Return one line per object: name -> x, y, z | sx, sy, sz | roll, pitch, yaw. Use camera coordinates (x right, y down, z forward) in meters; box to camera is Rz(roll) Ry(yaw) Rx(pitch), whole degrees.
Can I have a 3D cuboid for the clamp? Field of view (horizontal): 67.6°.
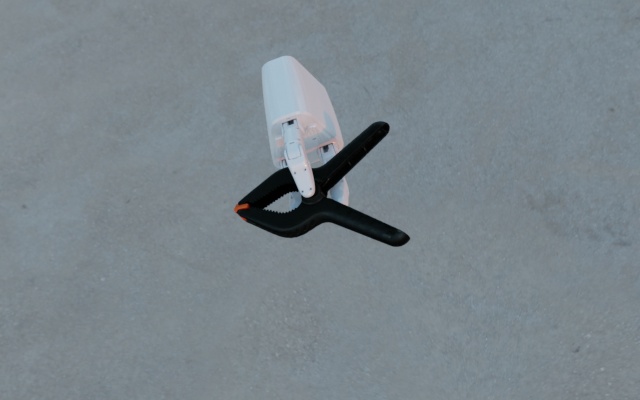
clamp -> -0.001, 0.001, 0.565 | 0.210, 0.164, 0.036 | -18, -32, 9
